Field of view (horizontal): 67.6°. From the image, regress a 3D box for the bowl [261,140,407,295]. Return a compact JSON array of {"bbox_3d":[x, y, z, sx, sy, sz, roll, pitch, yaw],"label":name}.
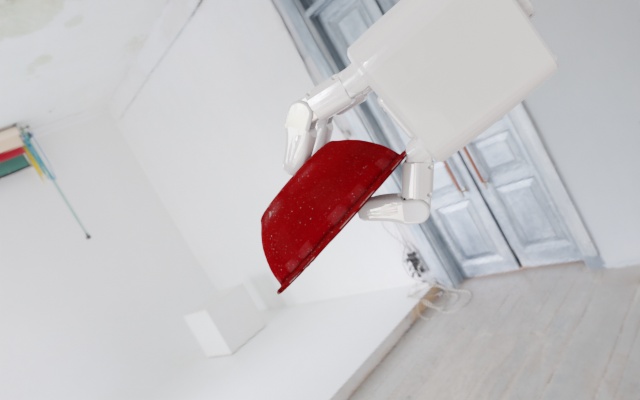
[{"bbox_3d":[-0.001,0.002,0.405,0.055,0.162,0.162,42,2,2],"label":"bowl"}]
